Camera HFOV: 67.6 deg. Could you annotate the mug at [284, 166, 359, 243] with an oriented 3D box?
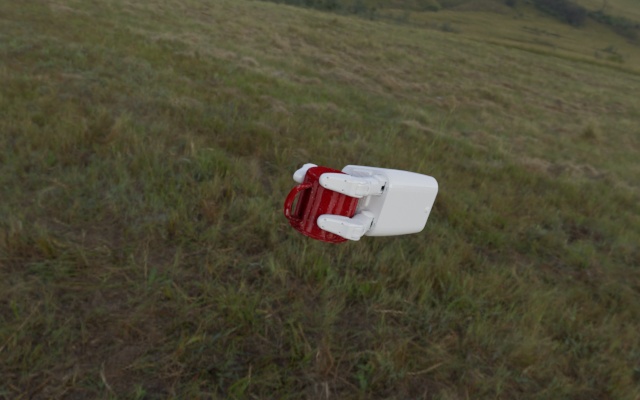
[{"bbox_3d":[-0.001,0.002,0.663,0.117,0.081,0.093,2,23,-38],"label":"mug"}]
